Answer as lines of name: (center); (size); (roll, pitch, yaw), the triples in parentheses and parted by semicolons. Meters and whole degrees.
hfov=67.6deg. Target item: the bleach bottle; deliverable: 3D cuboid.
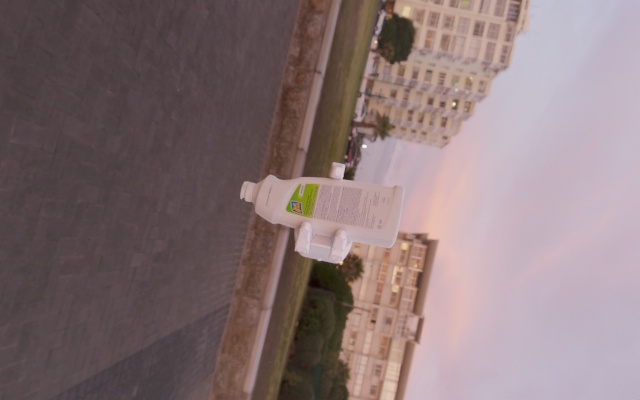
bleach bottle: (0.000, 0.003, 0.760); (0.251, 0.102, 0.068); (12, -21, 2)
